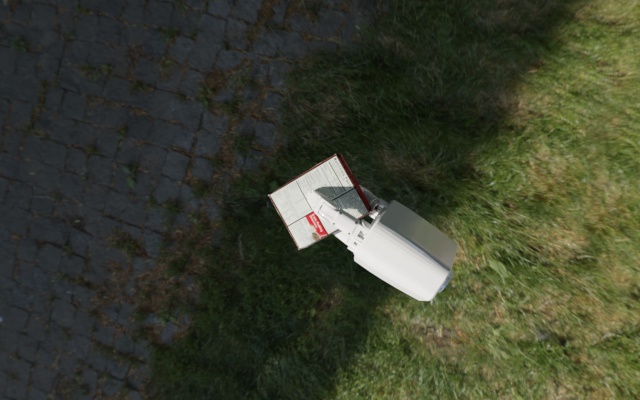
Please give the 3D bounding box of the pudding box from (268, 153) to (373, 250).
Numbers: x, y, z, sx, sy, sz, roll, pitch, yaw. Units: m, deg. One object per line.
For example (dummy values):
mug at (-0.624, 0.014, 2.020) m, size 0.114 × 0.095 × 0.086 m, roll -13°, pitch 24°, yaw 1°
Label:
pudding box at (0.000, 0.002, 0.641) m, size 0.113 × 0.090 × 0.039 m, roll -30°, pitch -3°, yaw 12°
